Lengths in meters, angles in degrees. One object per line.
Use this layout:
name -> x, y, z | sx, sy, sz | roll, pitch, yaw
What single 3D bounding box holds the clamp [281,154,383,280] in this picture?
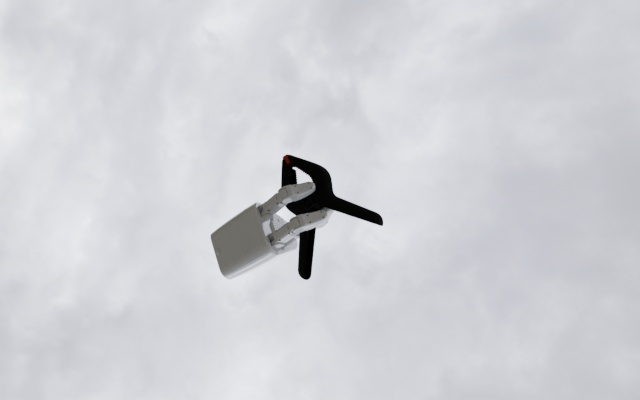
clamp -> 0.000, 0.002, 0.786 | 0.164, 0.210, 0.036 | -31, -24, 18
